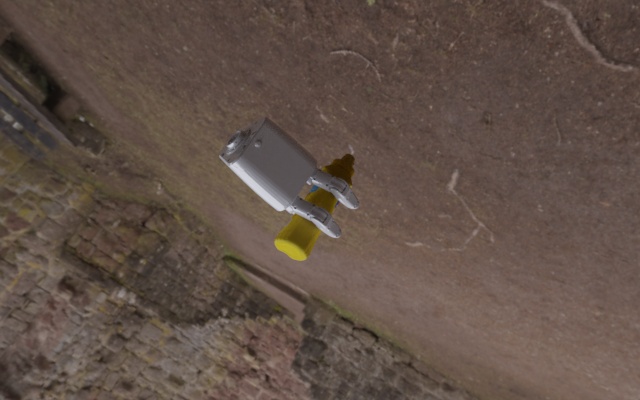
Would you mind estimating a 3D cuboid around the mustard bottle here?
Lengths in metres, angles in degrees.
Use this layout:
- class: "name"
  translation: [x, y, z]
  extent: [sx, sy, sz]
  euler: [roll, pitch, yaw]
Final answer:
- class: "mustard bottle"
  translation: [0.000, 0.003, 0.768]
  extent: [0.058, 0.191, 0.096]
  euler: [33, -18, -3]
